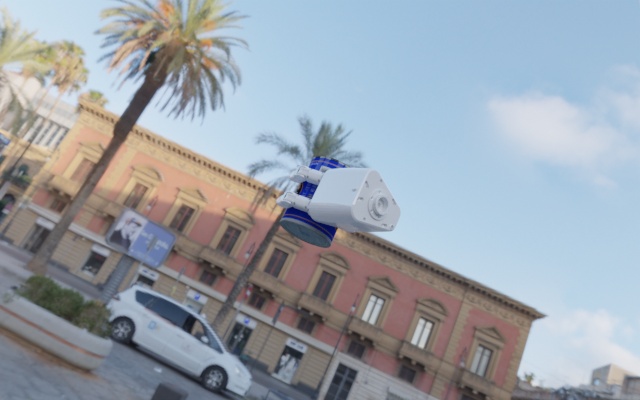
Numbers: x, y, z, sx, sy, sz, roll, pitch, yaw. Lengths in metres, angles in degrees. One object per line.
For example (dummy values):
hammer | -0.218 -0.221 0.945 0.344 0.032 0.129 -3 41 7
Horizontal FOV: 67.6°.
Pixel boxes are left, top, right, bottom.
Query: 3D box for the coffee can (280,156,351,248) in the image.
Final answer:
coffee can | 0.000 0.003 0.890 0.103 0.140 0.103 23 -19 8
